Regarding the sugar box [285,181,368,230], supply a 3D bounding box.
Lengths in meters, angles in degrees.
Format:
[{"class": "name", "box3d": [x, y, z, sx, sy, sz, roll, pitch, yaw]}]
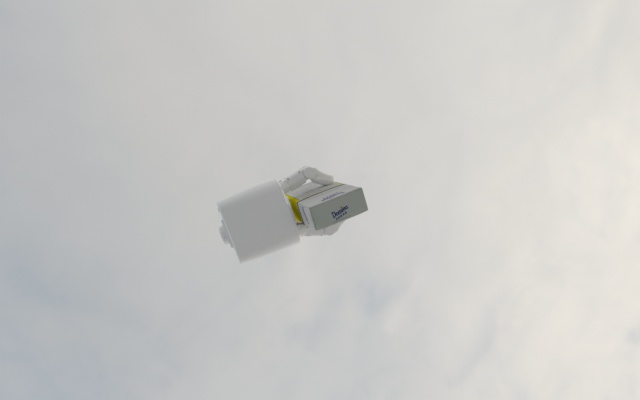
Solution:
[{"class": "sugar box", "box3d": [0.000, 0.003, 0.801, 0.093, 0.048, 0.176, -21, 16, -15]}]
